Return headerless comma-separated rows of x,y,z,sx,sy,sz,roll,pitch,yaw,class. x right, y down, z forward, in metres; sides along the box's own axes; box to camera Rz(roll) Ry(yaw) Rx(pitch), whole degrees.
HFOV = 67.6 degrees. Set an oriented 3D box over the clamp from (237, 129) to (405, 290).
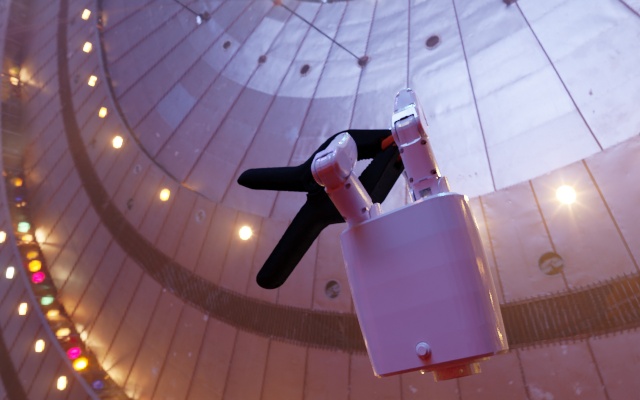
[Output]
0.001,0.001,0.403,0.171,0.120,0.039,-23,-24,28,clamp
